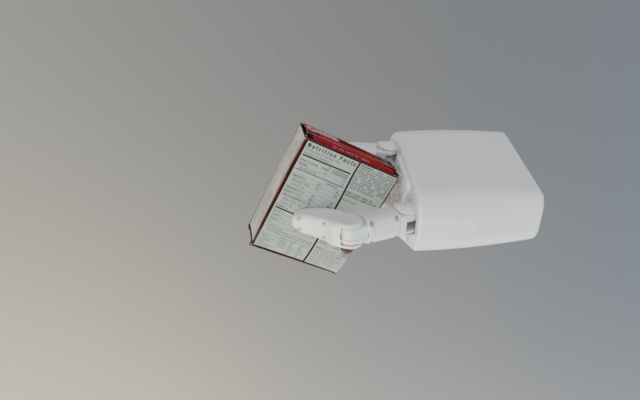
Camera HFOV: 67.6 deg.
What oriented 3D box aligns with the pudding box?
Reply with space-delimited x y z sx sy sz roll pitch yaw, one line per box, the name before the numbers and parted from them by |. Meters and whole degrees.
pudding box | 0.000 0.001 0.414 0.090 0.113 0.039 22 22 -19
